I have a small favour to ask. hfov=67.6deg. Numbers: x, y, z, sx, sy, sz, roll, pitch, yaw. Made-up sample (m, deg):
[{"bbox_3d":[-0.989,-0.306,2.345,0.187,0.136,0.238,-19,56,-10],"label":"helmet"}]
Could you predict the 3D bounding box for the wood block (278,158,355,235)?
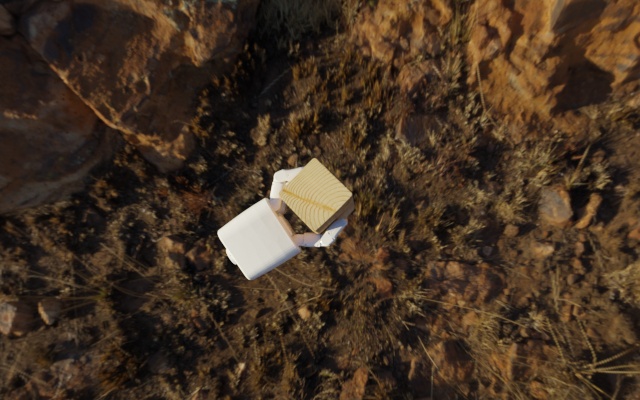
[{"bbox_3d":[0.000,0.003,0.878,0.090,0.091,0.206,-44,-9,-1],"label":"wood block"}]
